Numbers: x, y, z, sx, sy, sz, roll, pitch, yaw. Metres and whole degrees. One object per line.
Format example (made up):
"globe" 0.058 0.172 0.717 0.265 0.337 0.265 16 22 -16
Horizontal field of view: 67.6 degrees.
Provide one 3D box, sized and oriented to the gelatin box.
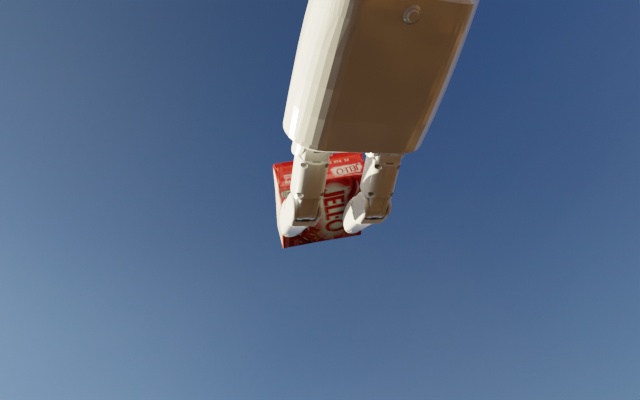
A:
"gelatin box" 0.000 0.001 0.404 0.073 0.030 0.089 -9 -36 -9
